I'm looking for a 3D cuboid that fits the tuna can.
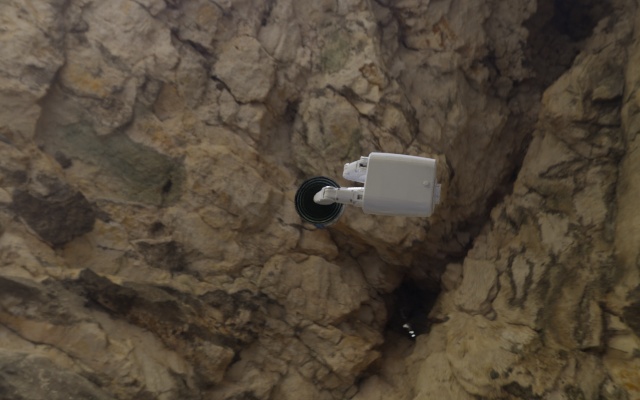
[{"bbox_3d":[0.000,0.003,0.827,0.086,0.086,0.034,0,-12,11],"label":"tuna can"}]
